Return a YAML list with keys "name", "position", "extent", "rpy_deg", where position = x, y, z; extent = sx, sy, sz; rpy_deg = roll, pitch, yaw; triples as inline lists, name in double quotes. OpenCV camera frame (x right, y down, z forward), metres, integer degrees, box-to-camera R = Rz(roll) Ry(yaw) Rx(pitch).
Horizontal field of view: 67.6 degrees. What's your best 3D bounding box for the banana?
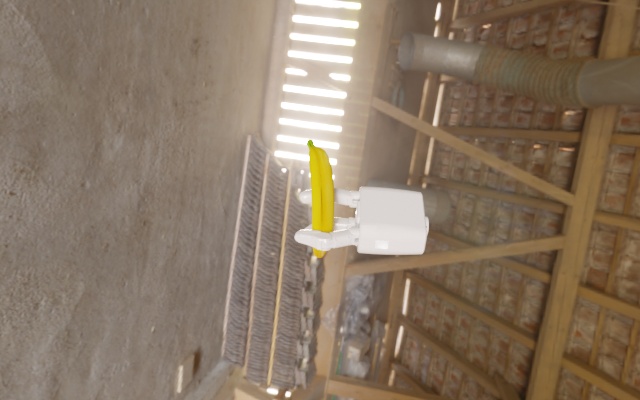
- name: "banana"
  position: [0.002, 0.001, 0.766]
  extent: [0.037, 0.198, 0.069]
  rpy_deg: [-3, 7, -6]
